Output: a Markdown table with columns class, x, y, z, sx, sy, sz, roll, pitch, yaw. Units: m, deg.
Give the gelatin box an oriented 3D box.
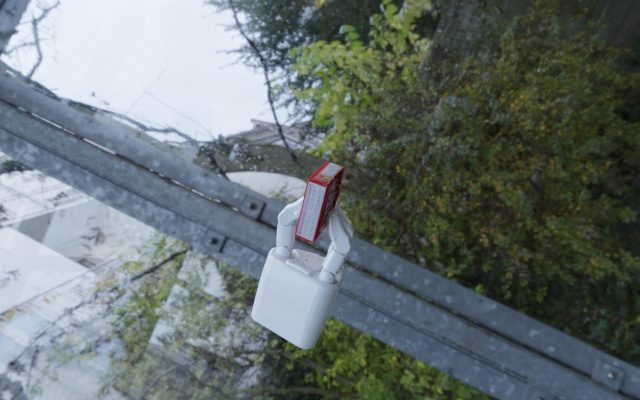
| class | x | y | z | sx | sy | sz | roll | pitch | yaw |
| --- | --- | --- | --- | --- | --- | --- | --- | --- | --- |
| gelatin box | 0.000 | 0.002 | 0.631 | 0.030 | 0.089 | 0.073 | 20 | 28 | 13 |
